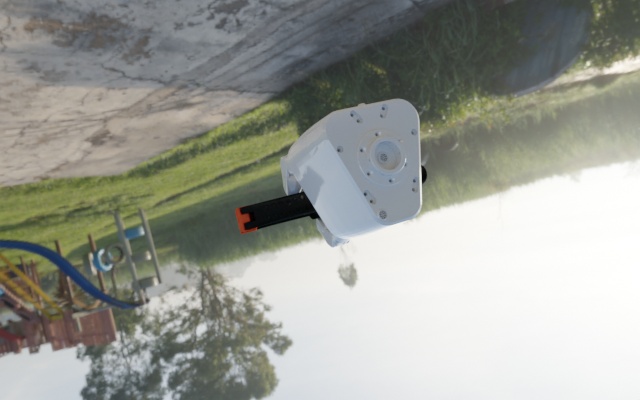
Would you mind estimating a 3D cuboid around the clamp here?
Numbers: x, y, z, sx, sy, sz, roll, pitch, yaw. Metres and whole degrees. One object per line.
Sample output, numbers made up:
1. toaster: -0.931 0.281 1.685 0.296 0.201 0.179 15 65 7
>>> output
1. clamp: 0.000 0.003 0.571 0.210 0.036 0.164 -14 -4 -19
